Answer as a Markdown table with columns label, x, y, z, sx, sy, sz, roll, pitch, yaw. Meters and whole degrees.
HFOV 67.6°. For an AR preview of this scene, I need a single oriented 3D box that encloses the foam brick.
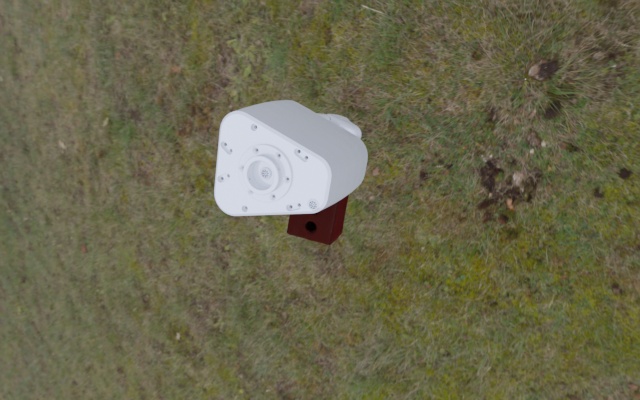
| label | x | y | z | sx | sy | sz | roll | pitch | yaw |
| --- | --- | --- | --- | --- | --- | --- | --- | --- | --- |
| foam brick | 0.000 | 0.002 | 0.526 | 0.053 | 0.078 | 0.051 | 14 | 18 | 14 |
